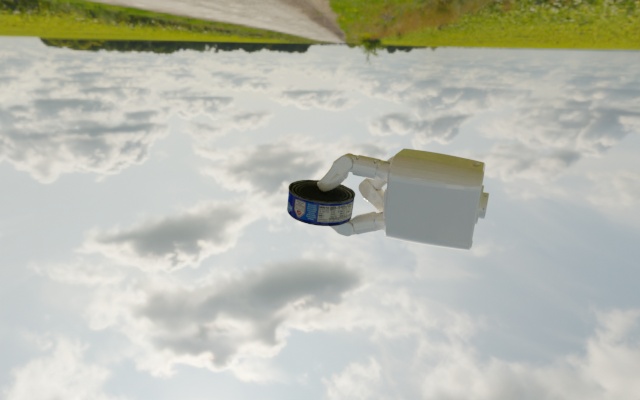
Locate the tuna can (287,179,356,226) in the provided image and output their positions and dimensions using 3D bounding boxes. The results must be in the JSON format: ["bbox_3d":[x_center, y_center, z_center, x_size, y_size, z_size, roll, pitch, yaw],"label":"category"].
[{"bbox_3d":[0.000,0.003,0.611,0.086,0.034,0.086,6,19,-2],"label":"tuna can"}]
